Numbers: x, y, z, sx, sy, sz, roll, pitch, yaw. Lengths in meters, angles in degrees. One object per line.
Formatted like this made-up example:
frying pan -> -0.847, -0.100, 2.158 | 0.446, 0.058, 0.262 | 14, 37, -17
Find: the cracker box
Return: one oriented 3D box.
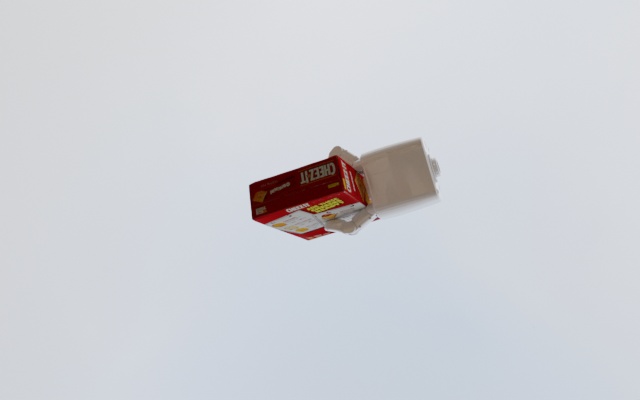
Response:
cracker box -> 0.000, 0.003, 0.835 | 0.164, 0.072, 0.214 | -18, -20, 19
